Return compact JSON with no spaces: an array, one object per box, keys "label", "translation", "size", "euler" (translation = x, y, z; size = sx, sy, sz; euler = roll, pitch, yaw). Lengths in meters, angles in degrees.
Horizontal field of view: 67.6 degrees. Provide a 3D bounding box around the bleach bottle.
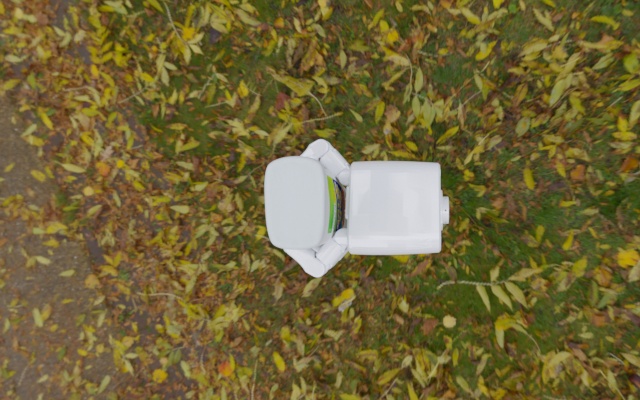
[{"label":"bleach bottle","translation":[0.000,0.002,0.617],"size":[0.068,0.102,0.251],"euler":[-1,1,13]}]
